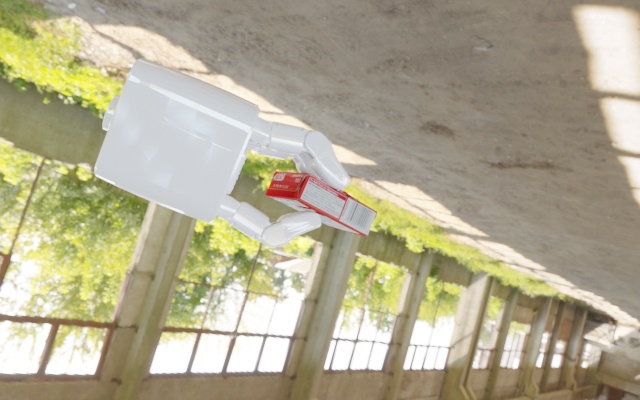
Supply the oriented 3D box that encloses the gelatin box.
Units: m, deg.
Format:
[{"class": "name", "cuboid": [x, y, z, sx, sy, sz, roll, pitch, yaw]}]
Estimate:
[{"class": "gelatin box", "cuboid": [0.000, 0.002, 0.474, 0.089, 0.030, 0.073, 28, -9, -27]}]
